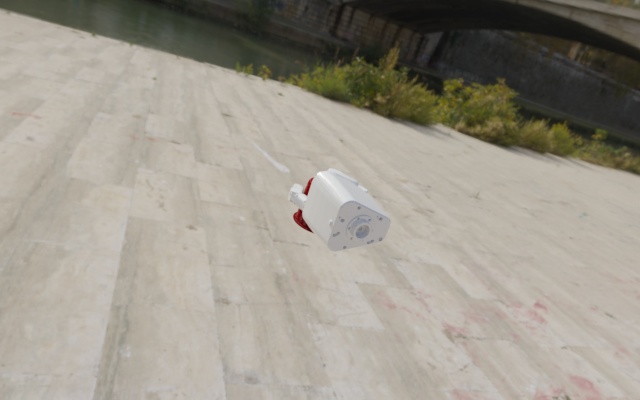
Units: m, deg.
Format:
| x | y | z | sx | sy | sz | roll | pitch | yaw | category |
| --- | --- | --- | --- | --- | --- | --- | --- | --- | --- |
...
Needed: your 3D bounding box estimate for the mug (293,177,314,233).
| x | y | z | sx | sy | sz | roll | pitch | yaw | category |
| --- | --- | --- | --- | --- | --- | --- | --- | --- | --- |
| 0.000 | 0.002 | 0.898 | 0.093 | 0.081 | 0.117 | 8 | 24 | -29 | mug |
